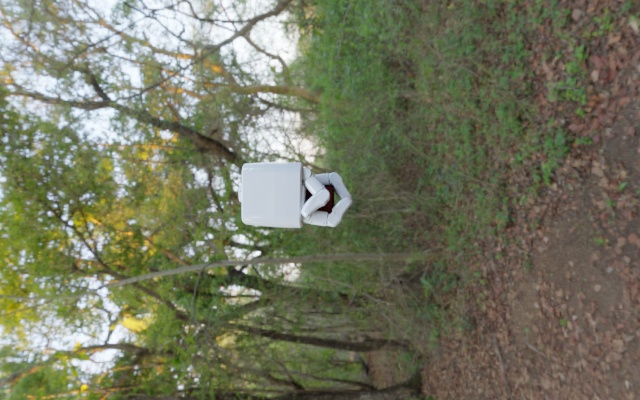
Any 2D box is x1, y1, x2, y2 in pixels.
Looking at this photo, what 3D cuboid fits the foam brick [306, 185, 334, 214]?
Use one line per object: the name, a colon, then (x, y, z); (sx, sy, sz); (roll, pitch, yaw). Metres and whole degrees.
foam brick: (0.000, 0.003, 0.899); (0.051, 0.053, 0.078); (1, -11, 2)
